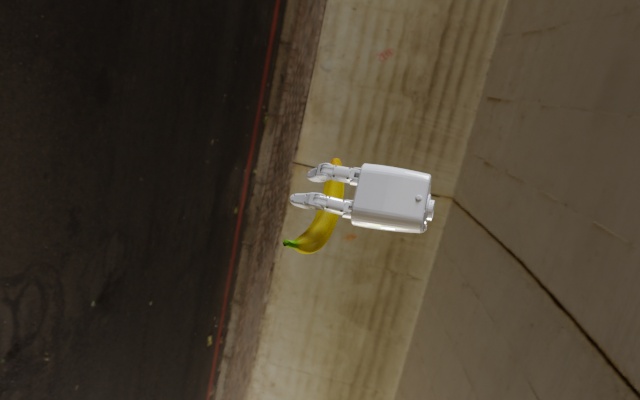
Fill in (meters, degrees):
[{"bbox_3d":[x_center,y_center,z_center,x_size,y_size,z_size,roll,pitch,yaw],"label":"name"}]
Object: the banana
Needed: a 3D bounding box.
[{"bbox_3d":[0.005,0.018,0.777,0.037,0.197,0.070,3,-43,29],"label":"banana"}]
